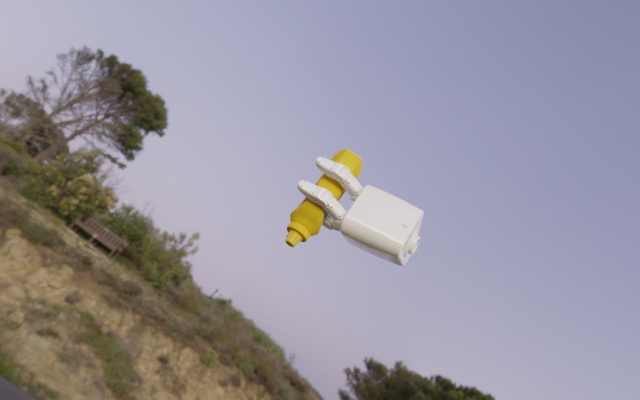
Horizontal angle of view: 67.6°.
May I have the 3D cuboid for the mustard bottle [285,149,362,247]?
[{"bbox_3d":[0.000,0.002,0.827,0.058,0.191,0.096,36,-26,0],"label":"mustard bottle"}]
